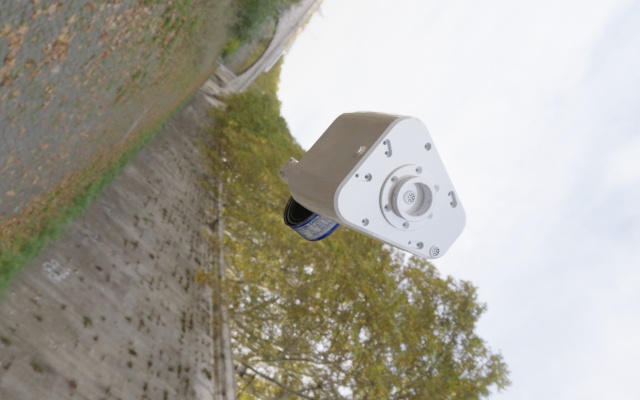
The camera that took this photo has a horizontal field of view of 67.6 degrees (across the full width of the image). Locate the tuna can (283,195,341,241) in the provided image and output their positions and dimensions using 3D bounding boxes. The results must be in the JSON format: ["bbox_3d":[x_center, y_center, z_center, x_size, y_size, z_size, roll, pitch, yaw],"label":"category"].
[{"bbox_3d":[0.000,0.002,0.523,0.034,0.086,0.086,39,-19,-24],"label":"tuna can"}]
